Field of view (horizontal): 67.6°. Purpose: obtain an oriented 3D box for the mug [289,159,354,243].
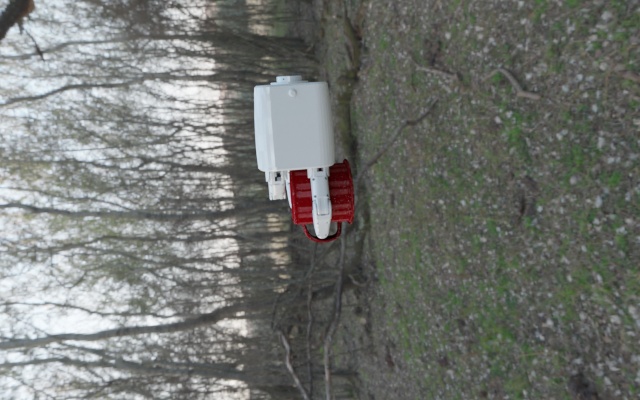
[{"bbox_3d":[0.000,0.004,0.673,0.081,0.117,0.093,-5,13,-6],"label":"mug"}]
